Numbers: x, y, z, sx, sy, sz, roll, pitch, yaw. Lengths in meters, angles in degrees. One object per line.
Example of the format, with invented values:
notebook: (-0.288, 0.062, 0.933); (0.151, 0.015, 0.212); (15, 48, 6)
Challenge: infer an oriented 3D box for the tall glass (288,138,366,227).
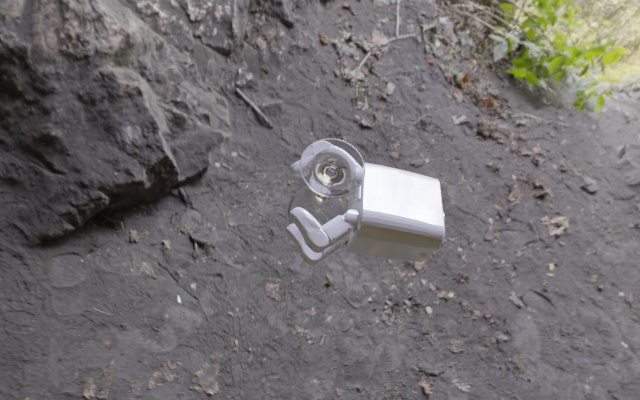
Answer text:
tall glass: (0.000, 0.002, 0.617); (0.079, 0.079, 0.201); (0, -23, -9)
